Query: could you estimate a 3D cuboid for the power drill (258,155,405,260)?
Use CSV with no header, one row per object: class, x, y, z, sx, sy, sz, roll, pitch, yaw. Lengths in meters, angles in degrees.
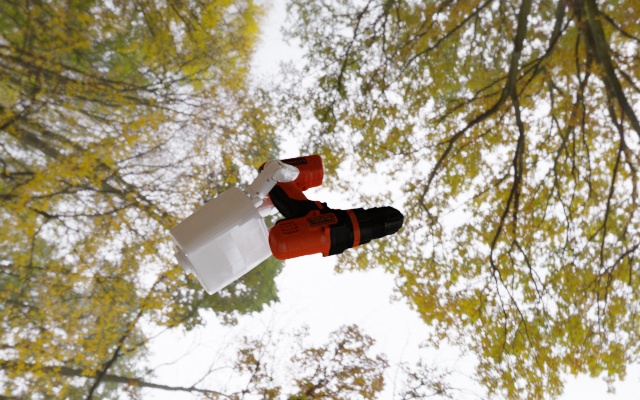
power drill,0.000,0.002,0.668,0.184,0.057,0.187,-9,34,-19
